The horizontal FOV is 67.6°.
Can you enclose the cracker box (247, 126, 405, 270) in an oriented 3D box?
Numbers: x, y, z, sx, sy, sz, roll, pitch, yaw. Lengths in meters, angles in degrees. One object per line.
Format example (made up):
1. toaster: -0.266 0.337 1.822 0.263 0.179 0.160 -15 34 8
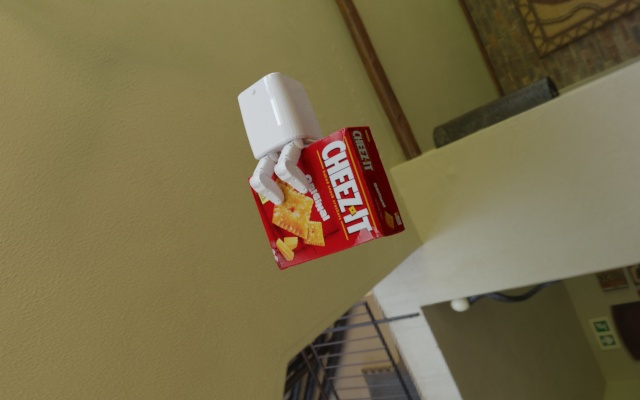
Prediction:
1. cracker box: 0.000 0.002 0.734 0.214 0.164 0.072 -23 -6 38
